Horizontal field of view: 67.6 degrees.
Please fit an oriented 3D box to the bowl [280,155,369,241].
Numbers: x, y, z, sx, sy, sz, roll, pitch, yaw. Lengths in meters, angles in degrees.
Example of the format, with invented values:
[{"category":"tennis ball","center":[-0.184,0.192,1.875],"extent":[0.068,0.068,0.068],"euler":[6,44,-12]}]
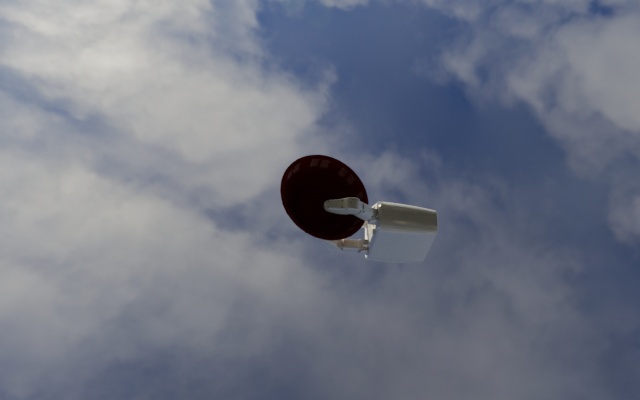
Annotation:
[{"category":"bowl","center":[-0.001,0.002,0.832],"extent":[0.162,0.162,0.055],"euler":[0,-25,-23]}]
